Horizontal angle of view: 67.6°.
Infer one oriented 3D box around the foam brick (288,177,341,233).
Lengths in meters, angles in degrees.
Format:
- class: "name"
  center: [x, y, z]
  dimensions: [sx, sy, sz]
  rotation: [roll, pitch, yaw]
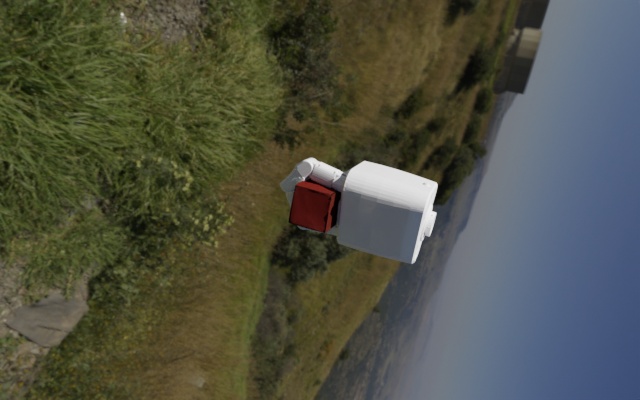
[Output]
- class: "foam brick"
  center: [0.000, 0.002, 0.625]
  dimensions: [0.051, 0.053, 0.078]
  rotation: [17, 20, 17]
